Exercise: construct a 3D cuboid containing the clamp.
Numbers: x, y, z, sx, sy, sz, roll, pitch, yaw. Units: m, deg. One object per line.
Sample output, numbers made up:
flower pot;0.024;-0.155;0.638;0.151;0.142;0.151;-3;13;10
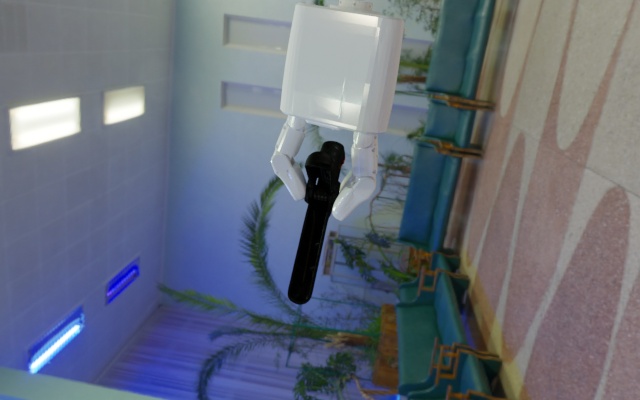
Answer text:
clamp;-0.001;0.001;0.528;0.036;0.165;0.210;12;22;3
